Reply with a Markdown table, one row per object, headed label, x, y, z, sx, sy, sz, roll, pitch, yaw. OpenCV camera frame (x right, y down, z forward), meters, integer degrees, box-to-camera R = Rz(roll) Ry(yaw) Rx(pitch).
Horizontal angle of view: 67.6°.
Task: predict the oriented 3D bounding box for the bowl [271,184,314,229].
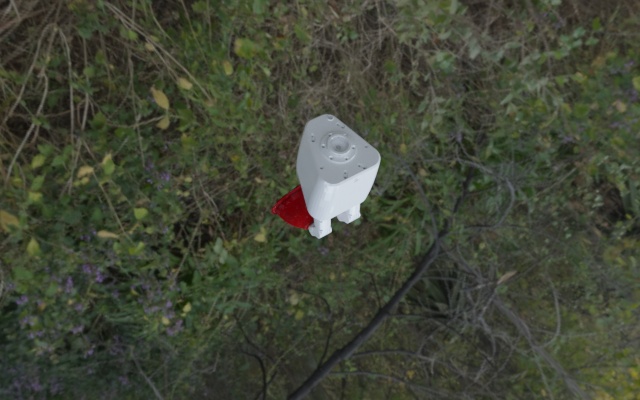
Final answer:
| label | x | y | z | sx | sy | sz | roll | pitch | yaw |
| --- | --- | --- | --- | --- | --- | --- | --- | --- | --- |
| bowl | 0.000 | 0.003 | 0.803 | 0.162 | 0.055 | 0.162 | -29 | -10 | -5 |
